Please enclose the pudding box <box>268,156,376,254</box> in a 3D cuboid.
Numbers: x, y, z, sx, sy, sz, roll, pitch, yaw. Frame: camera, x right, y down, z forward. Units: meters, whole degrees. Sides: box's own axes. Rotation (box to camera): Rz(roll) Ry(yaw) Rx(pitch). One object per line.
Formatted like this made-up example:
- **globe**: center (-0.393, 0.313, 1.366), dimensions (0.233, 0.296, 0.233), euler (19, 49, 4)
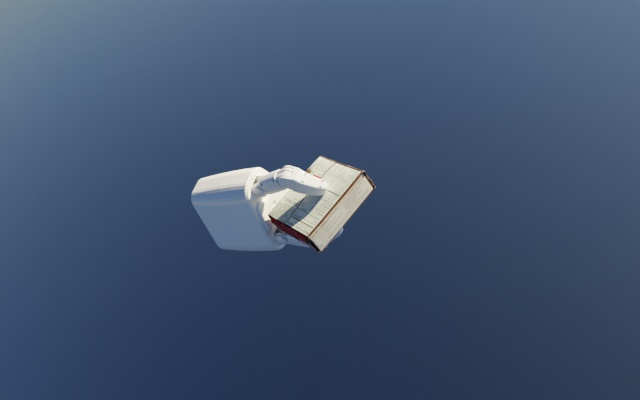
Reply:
- **pudding box**: center (0.000, 0.002, 0.608), dimensions (0.090, 0.113, 0.039), euler (26, -19, 46)
